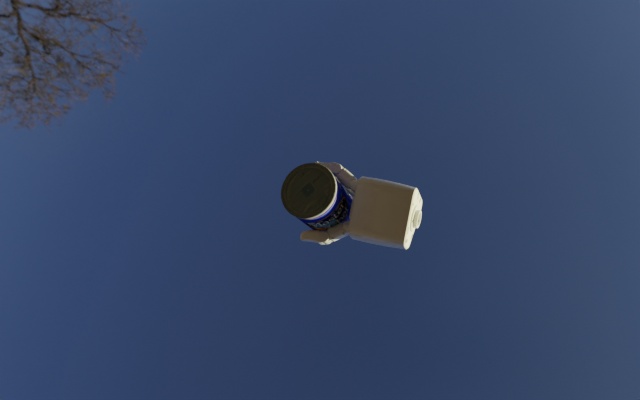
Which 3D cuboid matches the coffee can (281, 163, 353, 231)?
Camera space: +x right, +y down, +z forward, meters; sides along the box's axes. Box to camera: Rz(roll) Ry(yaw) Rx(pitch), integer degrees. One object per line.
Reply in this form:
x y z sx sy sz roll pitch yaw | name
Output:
0.000 0.003 0.891 0.103 0.102 0.140 0 -18 20 | coffee can
